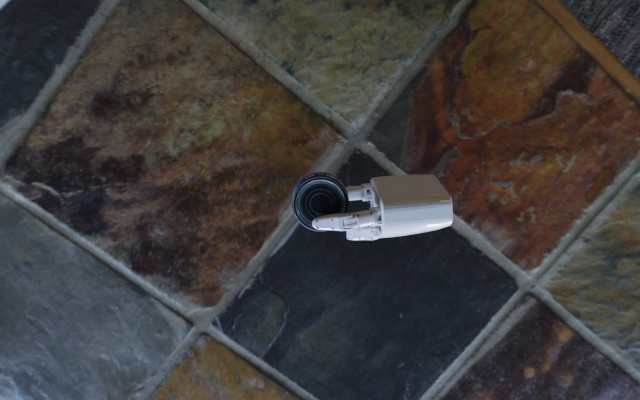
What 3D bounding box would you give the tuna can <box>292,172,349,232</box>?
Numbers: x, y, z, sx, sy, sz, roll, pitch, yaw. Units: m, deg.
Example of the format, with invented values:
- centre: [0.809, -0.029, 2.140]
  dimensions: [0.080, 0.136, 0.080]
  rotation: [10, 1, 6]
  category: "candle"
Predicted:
- centre: [0.000, 0.002, 0.713]
  dimensions: [0.086, 0.086, 0.033]
  rotation: [0, 12, 0]
  category: "tuna can"
